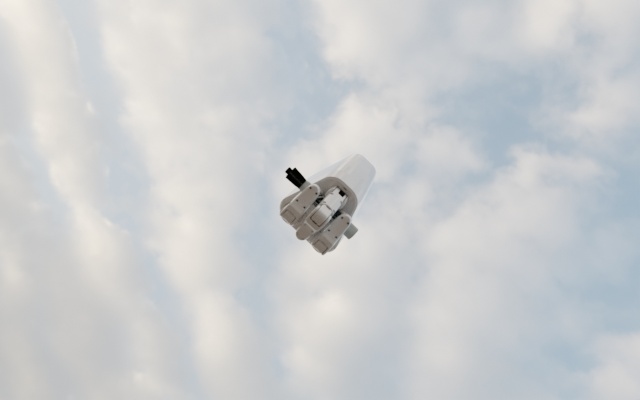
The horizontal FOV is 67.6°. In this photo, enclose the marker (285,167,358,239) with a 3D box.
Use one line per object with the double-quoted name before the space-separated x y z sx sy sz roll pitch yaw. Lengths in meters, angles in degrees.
"marker" 0.000 0.002 0.617 0.121 0.020 0.020 44 -2 -2
